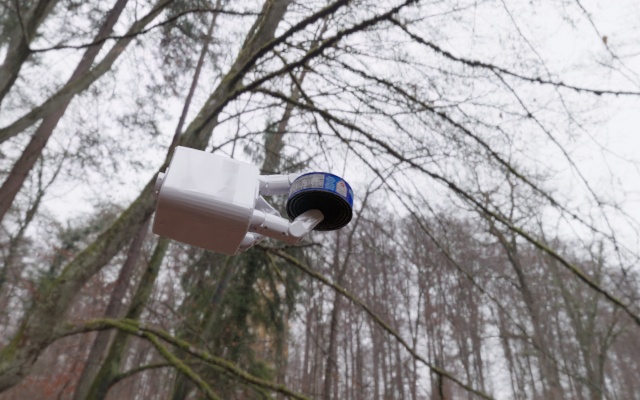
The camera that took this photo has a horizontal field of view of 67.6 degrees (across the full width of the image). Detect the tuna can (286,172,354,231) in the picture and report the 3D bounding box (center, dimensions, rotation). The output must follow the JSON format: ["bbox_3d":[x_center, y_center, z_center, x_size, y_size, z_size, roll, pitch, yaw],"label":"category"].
[{"bbox_3d":[0.000,0.002,0.614,0.086,0.033,0.086,5,-38,4],"label":"tuna can"}]
